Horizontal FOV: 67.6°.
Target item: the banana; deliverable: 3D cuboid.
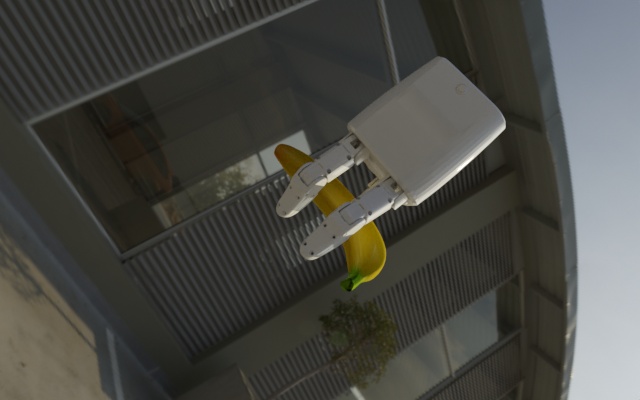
[{"bbox_3d":[0.014,0.009,0.469,0.070,0.037,0.197,23,26,-42],"label":"banana"}]
